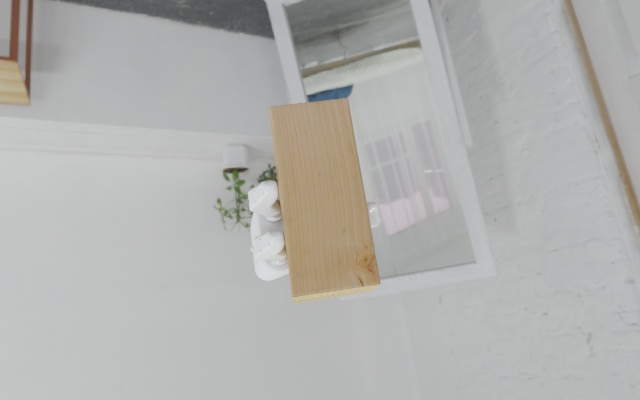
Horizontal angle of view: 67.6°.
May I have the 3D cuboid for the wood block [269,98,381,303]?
[{"bbox_3d":[0.000,0.002,0.535,0.091,0.206,0.090,-7,-15,-4],"label":"wood block"}]
